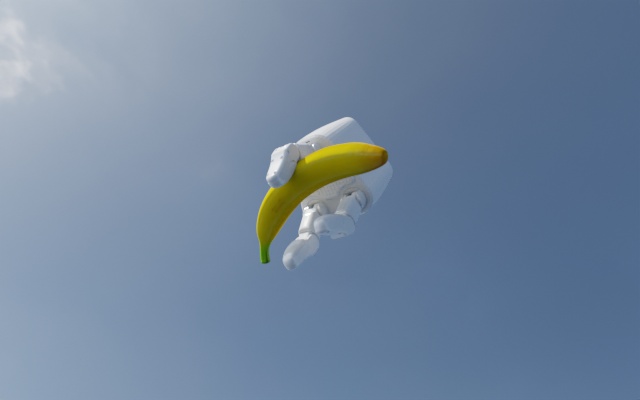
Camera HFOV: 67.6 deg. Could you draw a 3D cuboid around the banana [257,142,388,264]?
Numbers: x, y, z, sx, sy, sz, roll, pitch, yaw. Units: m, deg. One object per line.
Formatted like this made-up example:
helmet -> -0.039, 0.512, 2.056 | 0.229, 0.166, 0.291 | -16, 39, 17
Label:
banana -> -0.013, -0.011, 0.520 | 0.198, 0.069, 0.037 | -42, -15, 29
